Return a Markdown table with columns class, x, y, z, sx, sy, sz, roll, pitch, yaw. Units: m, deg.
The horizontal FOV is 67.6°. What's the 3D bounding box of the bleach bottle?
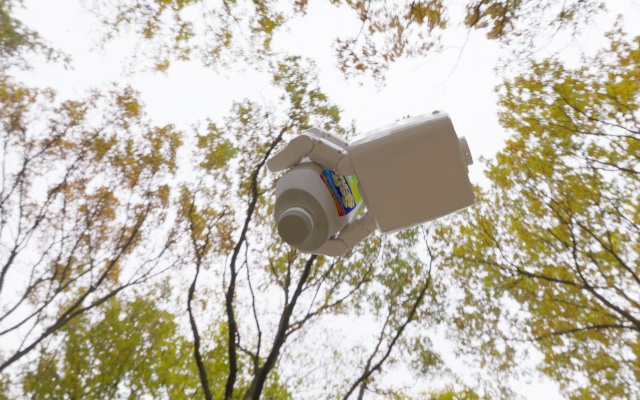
| class | x | y | z | sx | sy | sz | roll | pitch | yaw |
| --- | --- | --- | --- | --- | --- | --- | --- | --- | --- |
| bleach bottle | 0.000 | 0.002 | 0.534 | 0.068 | 0.102 | 0.250 | -17 | 11 | 14 |
